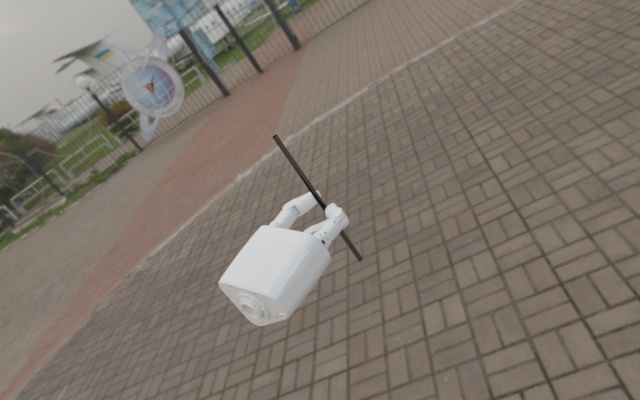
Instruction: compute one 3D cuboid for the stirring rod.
[{"bbox_3d":[0.000,0.002,0.704,0.011,0.240,0.011,-29,24,14],"label":"stirring rod"}]
